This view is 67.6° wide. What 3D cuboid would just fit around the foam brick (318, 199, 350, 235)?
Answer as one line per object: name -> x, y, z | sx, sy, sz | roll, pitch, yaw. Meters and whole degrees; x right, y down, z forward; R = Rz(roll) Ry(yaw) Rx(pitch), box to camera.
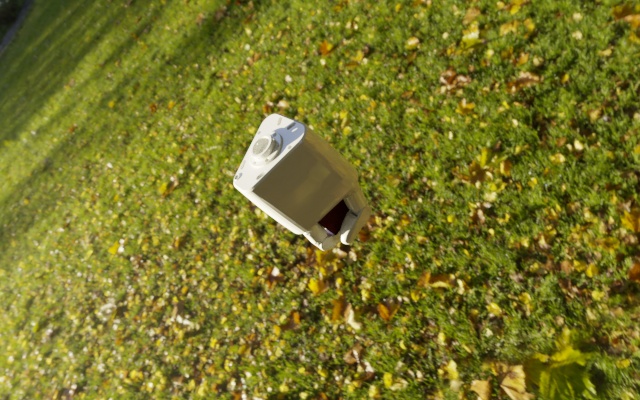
foam brick -> 0.000, 0.002, 0.657 | 0.051, 0.053, 0.078 | 40, -7, -41
